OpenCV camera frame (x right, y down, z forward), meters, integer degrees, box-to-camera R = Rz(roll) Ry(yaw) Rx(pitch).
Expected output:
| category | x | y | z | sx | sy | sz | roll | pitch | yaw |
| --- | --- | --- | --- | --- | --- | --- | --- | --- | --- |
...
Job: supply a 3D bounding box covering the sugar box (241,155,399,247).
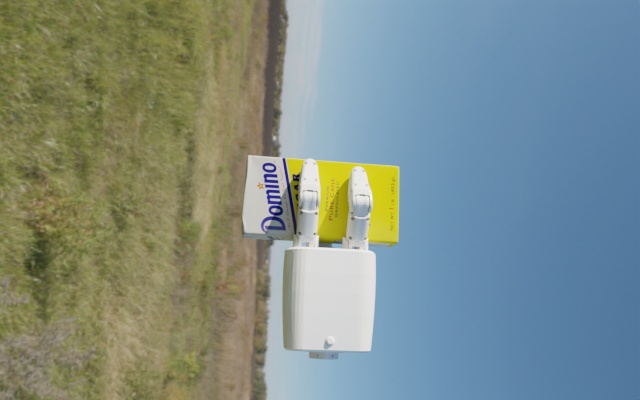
| category | x | y | z | sx | sy | sz | roll | pitch | yaw |
| --- | --- | --- | --- | --- | --- | --- | --- | --- | --- |
| sugar box | 0.000 | 0.002 | 0.552 | 0.176 | 0.093 | 0.048 | 4 | -12 | -6 |
